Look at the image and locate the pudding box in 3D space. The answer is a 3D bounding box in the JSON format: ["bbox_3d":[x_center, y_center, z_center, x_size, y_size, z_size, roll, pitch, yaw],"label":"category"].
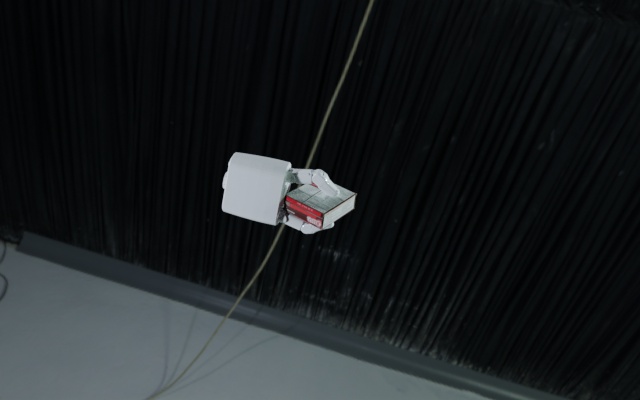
[{"bbox_3d":[0.000,0.003,0.882,0.090,0.039,0.113,27,36,26],"label":"pudding box"}]
